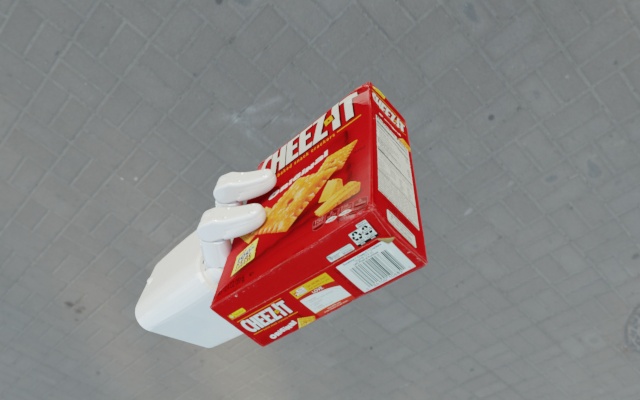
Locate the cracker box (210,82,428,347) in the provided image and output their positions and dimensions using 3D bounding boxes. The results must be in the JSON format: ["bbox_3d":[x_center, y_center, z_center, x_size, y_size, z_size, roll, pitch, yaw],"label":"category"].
[{"bbox_3d":[0.000,0.002,0.433,0.164,0.072,0.213,-33,28,26],"label":"cracker box"}]
